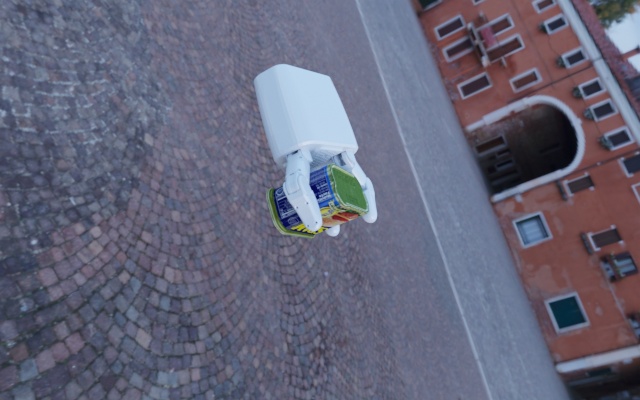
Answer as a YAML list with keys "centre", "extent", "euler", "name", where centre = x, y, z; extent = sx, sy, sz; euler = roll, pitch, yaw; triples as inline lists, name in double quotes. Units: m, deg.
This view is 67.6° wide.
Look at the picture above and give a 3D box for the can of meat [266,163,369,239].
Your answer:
- centre: [0.000, 0.002, 0.564]
  extent: [0.084, 0.057, 0.102]
  euler: [-23, -18, 21]
  name: "can of meat"
